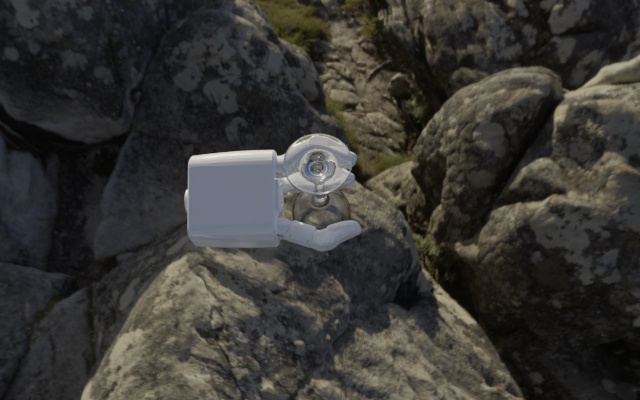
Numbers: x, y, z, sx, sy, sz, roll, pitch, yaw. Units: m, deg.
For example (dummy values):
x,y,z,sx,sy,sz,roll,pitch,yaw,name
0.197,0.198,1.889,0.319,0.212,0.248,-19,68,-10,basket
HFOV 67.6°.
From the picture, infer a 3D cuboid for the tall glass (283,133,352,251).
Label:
x,y,z,sx,sy,sz,roll,pitch,yaw,name
0.000,0.002,0.597,0.079,0.079,0.201,0,-25,3,tall glass
